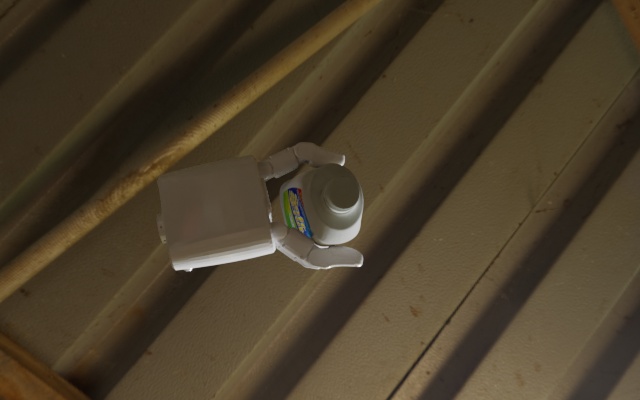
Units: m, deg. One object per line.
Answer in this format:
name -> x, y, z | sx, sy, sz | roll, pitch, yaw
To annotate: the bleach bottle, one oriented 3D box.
bleach bottle -> 0.000, 0.002, 0.537 | 0.068, 0.102, 0.251 | -11, -6, -10
